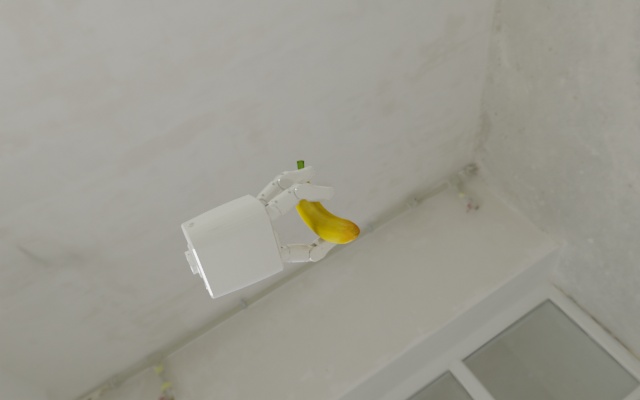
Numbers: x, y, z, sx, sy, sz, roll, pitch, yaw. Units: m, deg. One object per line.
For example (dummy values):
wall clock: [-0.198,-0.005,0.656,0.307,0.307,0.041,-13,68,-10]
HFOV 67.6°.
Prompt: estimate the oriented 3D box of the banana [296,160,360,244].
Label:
banana: [-0.002,0.016,0.698,0.037,0.070,0.197,-15,38,-22]
